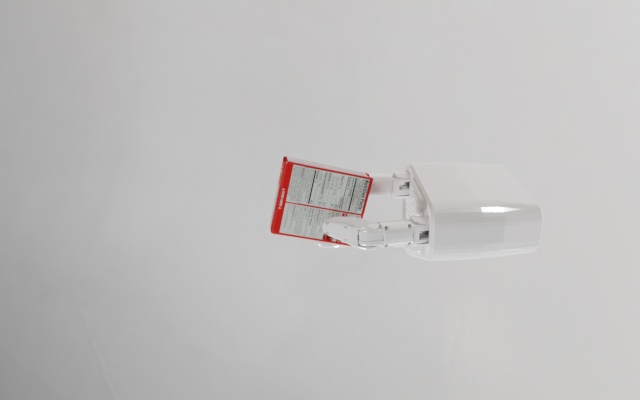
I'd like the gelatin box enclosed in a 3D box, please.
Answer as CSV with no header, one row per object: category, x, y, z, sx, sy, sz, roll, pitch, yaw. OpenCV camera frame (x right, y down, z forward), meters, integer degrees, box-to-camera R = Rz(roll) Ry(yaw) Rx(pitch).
gelatin box,0.000,0.002,0.470,0.089,0.073,0.030,10,14,-11
